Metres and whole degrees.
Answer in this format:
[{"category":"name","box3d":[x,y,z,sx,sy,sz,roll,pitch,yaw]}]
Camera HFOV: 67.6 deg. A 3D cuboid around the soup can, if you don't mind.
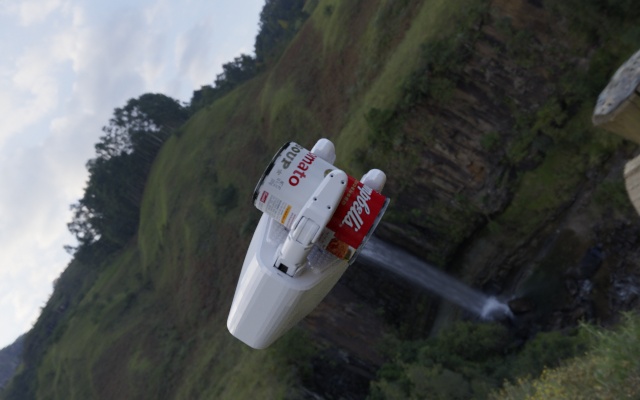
[{"category":"soup can","box3d":[0.000,0.001,0.420,0.102,0.068,0.068,31,2,3]}]
